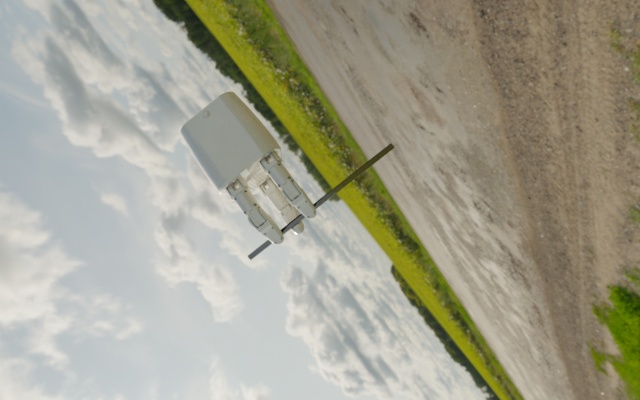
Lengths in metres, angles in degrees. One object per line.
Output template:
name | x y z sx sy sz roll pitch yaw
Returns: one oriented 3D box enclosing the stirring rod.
stirring rod | 0.000 0.002 0.630 0.239 0.011 0.011 -38 -1 2
